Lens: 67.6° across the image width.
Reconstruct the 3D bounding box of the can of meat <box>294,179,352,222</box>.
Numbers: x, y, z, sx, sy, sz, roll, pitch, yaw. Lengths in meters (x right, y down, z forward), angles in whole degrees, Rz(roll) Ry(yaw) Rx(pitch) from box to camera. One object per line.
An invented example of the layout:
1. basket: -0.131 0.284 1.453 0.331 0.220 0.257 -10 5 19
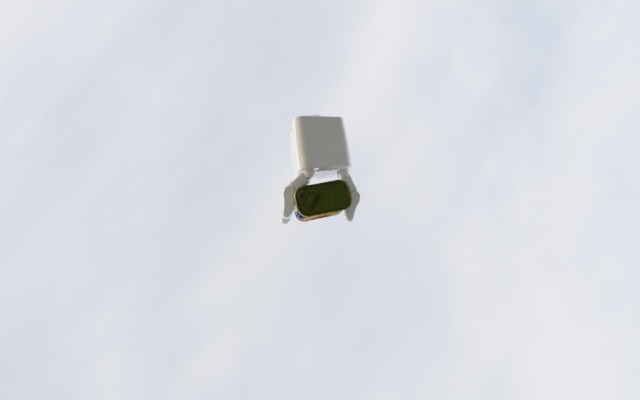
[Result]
1. can of meat: 0.000 0.003 0.892 0.102 0.057 0.084 -11 -9 -10
